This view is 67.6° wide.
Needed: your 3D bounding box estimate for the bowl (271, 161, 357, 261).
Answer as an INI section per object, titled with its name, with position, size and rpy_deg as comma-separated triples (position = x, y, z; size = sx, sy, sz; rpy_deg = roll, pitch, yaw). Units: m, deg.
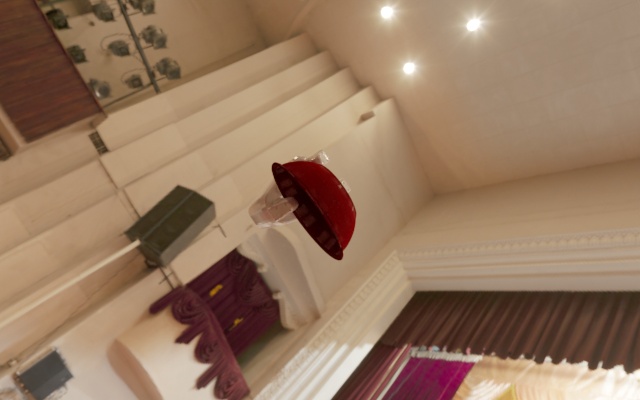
[bowl]
position = 0.001, 0.002, 0.658
size = 0.055, 0.162, 0.162
rpy_deg = -35, 9, -13
